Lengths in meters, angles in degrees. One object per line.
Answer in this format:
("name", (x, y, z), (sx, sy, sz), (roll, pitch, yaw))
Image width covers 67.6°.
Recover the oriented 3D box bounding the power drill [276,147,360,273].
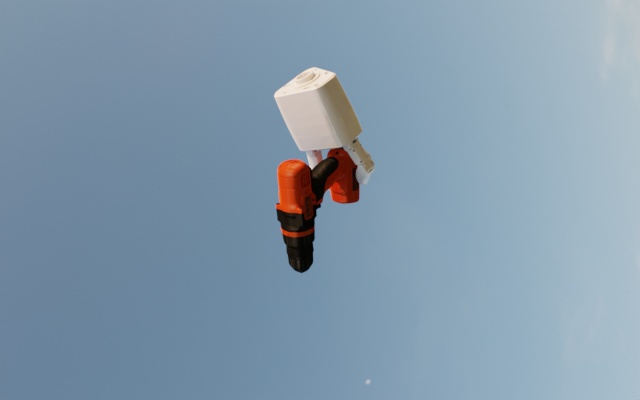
("power drill", (0.000, 0.002, 0.777), (0.057, 0.184, 0.187), (12, 28, 27))
